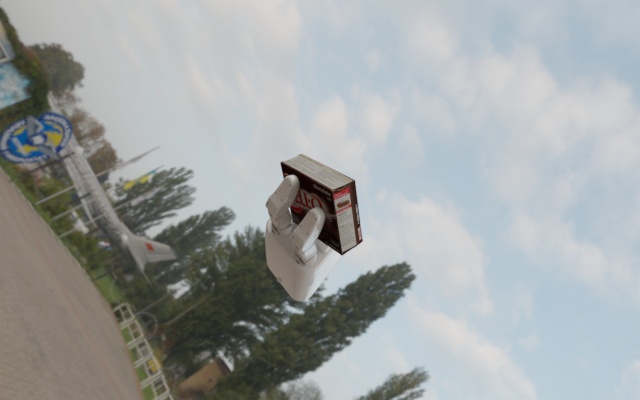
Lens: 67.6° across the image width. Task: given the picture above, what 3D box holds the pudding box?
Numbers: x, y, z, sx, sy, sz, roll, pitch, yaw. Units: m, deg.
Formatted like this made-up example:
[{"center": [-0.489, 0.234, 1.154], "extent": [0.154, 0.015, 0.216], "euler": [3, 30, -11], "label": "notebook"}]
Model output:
[{"center": [0.000, 0.002, 0.582], "extent": [0.039, 0.090, 0.113], "euler": [-29, 35, -27], "label": "pudding box"}]
